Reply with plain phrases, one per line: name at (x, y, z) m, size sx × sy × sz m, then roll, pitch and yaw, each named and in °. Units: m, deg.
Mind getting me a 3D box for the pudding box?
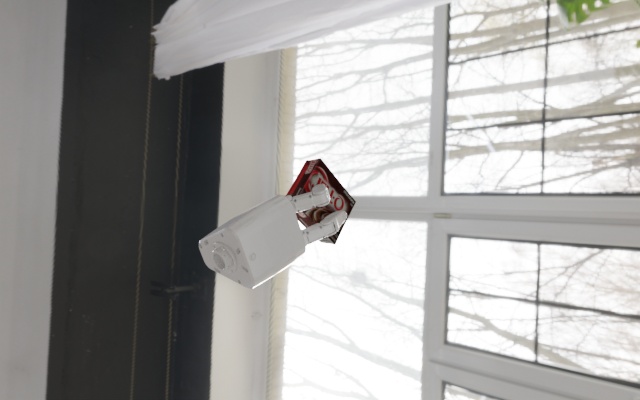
pudding box at (0.000, 0.003, 0.762) m, size 0.039 × 0.090 × 0.113 m, roll 1°, pitch -38°, yaw 42°
